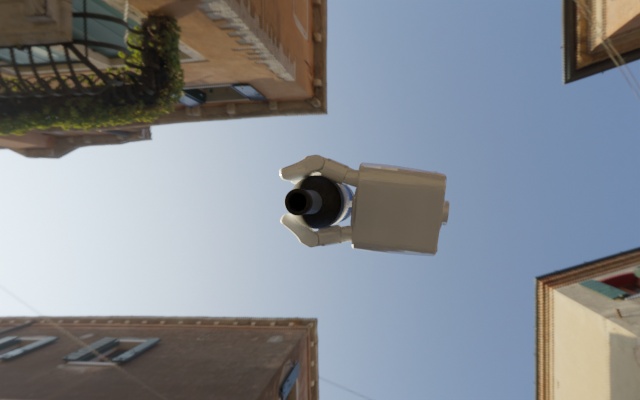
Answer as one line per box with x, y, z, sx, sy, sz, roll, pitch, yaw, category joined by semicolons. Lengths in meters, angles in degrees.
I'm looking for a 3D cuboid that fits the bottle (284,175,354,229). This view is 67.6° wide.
0.000;0.002;0.625;0.069;0.069;0.296;0;0;9;bottle
